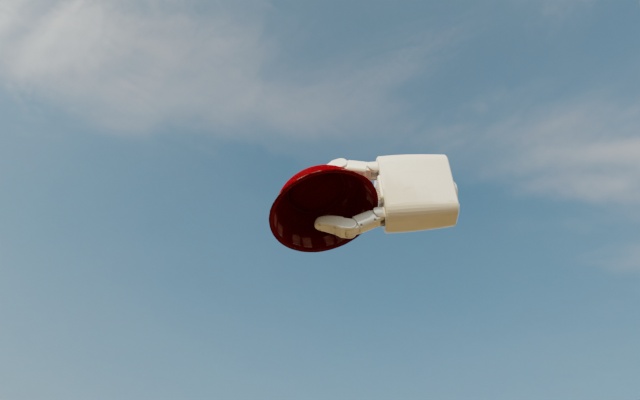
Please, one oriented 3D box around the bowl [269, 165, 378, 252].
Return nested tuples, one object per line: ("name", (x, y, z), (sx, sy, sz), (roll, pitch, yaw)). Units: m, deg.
("bowl", (-0.001, 0.002, 0.699), (0.162, 0.162, 0.055), (0, 41, -19))
